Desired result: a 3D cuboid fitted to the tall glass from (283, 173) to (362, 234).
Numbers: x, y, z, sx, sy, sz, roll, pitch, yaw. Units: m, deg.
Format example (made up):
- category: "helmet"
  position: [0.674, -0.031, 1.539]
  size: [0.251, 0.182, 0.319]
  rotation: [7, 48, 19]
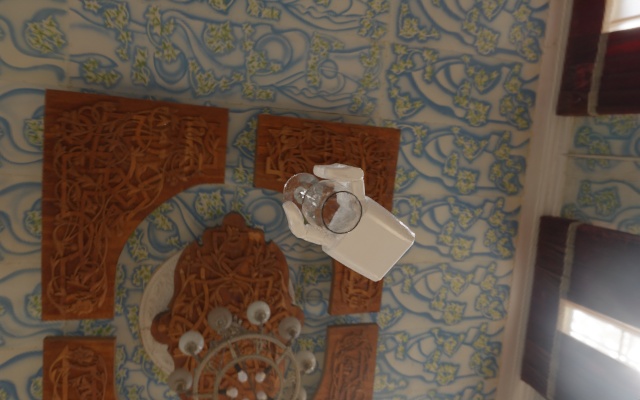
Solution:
- category: "tall glass"
  position: [0.000, 0.002, 0.762]
  size: [0.079, 0.079, 0.201]
  rotation: [0, 8, -18]
